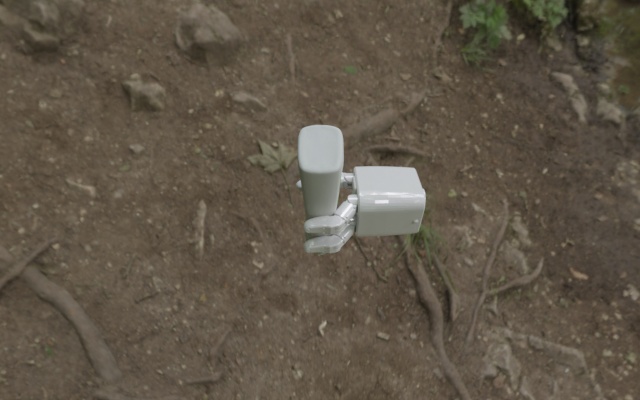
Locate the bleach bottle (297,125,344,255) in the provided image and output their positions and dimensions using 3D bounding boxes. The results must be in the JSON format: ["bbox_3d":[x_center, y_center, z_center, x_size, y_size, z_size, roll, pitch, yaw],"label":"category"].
[{"bbox_3d":[0.000,0.003,0.785,0.068,0.102,0.251,0,-39,0],"label":"bleach bottle"}]
